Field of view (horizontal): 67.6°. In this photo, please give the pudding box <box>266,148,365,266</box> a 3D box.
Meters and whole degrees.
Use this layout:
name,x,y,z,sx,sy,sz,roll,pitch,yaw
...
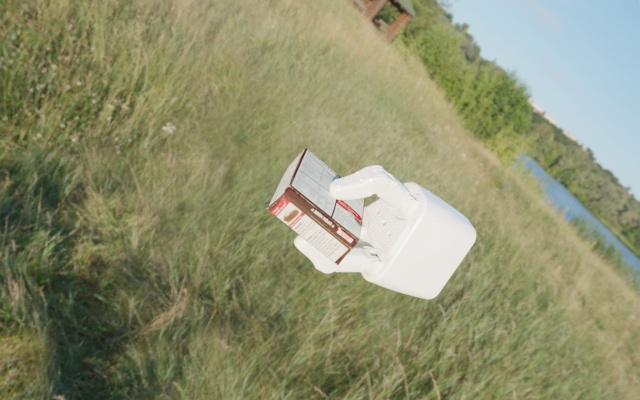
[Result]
name,x,y,z,sx,sy,sz,roll,pitch,yaw
pudding box,0.000,0.002,0.493,0.090,0.039,0.113,38,22,-10
